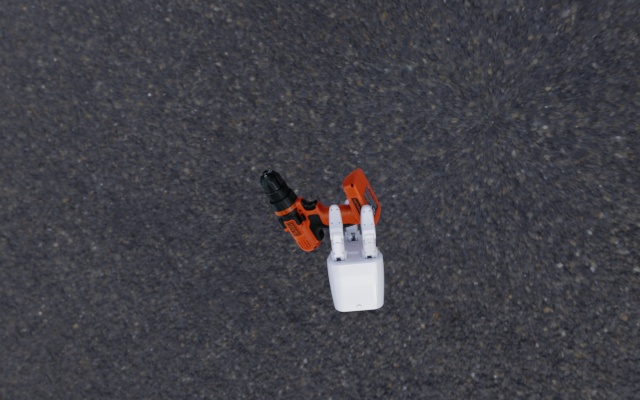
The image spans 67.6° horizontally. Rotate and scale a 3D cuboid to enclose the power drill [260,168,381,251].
[{"bbox_3d":[0.001,0.003,0.868,0.187,0.184,0.057,-15,32,30],"label":"power drill"}]
